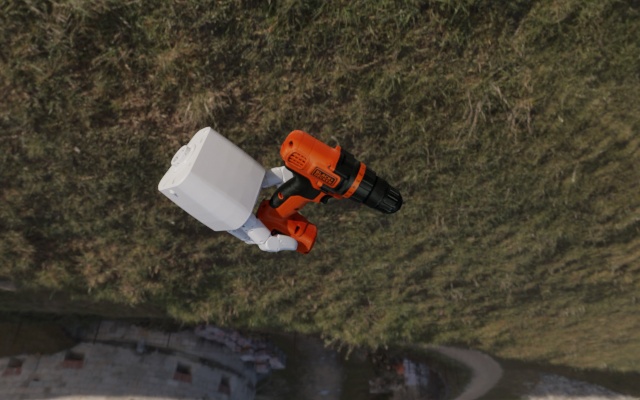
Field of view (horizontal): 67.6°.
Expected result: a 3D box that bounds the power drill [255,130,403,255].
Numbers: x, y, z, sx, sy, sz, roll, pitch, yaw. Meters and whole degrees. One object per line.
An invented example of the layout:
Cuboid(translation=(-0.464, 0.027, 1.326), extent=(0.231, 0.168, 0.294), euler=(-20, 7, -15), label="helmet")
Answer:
Cuboid(translation=(0.000, 0.002, 0.693), extent=(0.184, 0.057, 0.188), euler=(30, -48, -11), label="power drill")
